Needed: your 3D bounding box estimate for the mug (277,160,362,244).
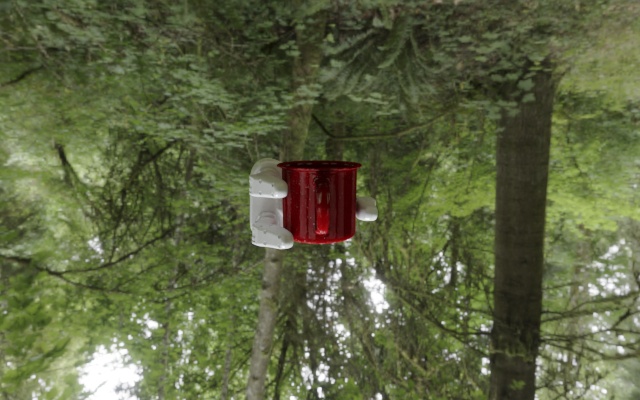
[{"bbox_3d":[0.000,0.002,0.516,0.093,0.081,0.117,-1,10,-6],"label":"mug"}]
